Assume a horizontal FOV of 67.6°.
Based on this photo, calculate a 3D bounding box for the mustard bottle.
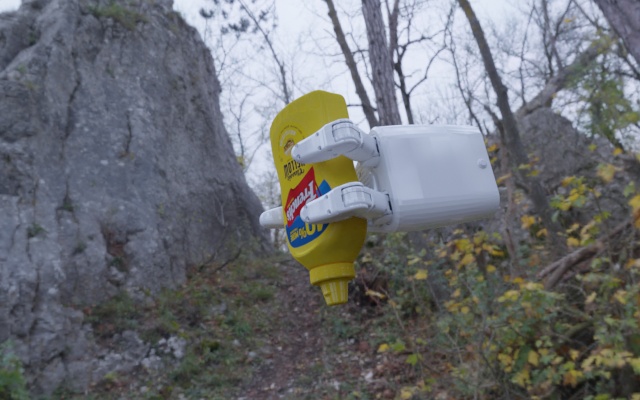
[{"bbox_3d":[0.000,0.001,0.449,0.058,0.191,0.096,4,-22,-39],"label":"mustard bottle"}]
